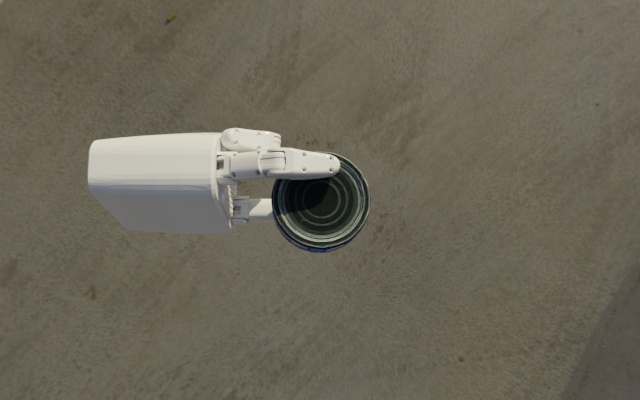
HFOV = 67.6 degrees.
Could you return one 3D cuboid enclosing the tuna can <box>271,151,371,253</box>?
[{"bbox_3d":[0.000,0.001,0.414,0.086,0.086,0.034,0,-11,-3],"label":"tuna can"}]
